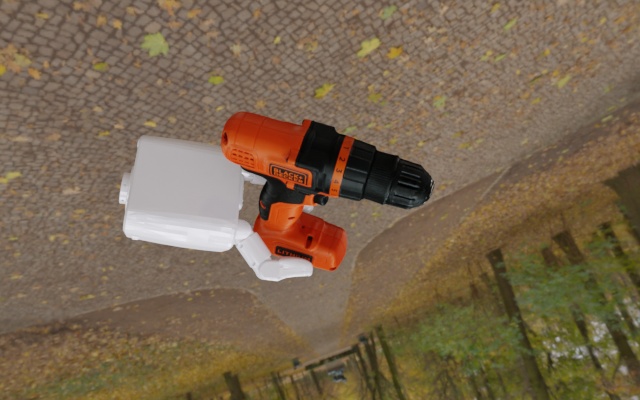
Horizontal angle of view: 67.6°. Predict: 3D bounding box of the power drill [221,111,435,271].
[{"bbox_3d":[0.000,0.002,0.465,0.184,0.057,0.188,18,-33,6],"label":"power drill"}]
